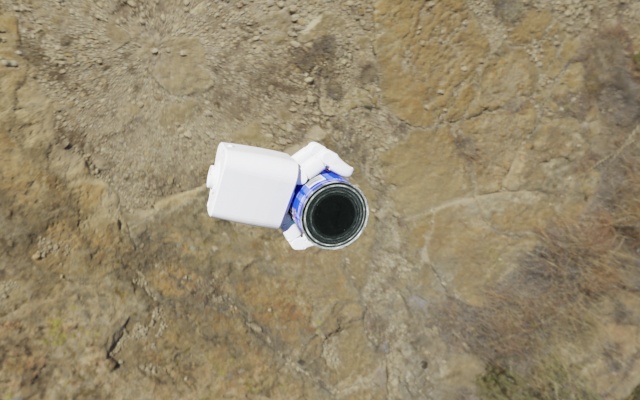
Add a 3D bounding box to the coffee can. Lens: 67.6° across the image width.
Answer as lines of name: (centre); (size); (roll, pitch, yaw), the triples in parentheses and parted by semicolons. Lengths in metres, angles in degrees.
coffee can: (0.000, 0.002, 0.733); (0.103, 0.103, 0.140); (0, 17, -19)
